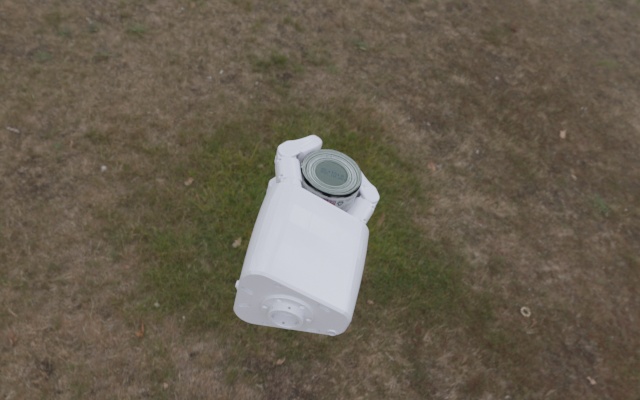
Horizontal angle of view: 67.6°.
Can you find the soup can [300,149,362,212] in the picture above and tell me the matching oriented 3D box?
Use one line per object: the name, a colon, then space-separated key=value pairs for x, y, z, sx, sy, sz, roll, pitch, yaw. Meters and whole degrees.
soup can: x=0.000 y=0.001 z=0.531 sx=0.068 sy=0.068 sz=0.102 roll=0 pitch=-39 yaw=-18
